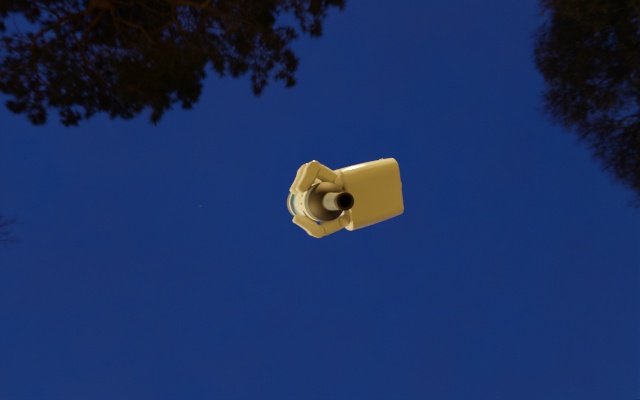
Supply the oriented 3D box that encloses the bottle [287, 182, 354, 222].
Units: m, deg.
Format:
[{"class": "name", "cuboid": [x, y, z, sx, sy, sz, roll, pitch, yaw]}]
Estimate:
[{"class": "bottle", "cuboid": [0.000, 0.003, 0.832, 0.069, 0.069, 0.295, 0, -1, -14]}]
